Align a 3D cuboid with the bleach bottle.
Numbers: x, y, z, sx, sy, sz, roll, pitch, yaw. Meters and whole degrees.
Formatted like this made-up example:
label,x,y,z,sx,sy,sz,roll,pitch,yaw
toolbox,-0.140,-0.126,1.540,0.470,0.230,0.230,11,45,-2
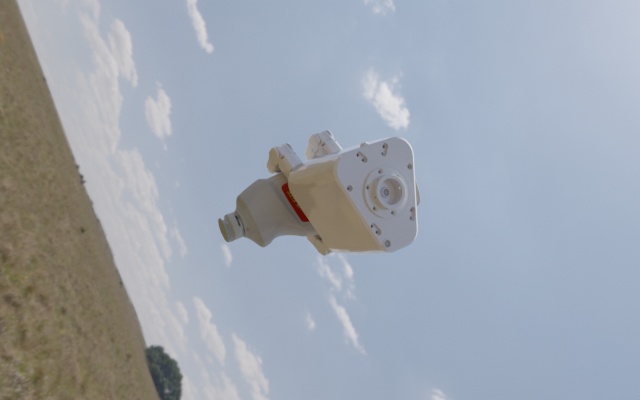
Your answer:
label,x,y,z,sx,sy,sz,roll,pitch,yaw
bleach bottle,0.000,0.002,0.587,0.251,0.102,0.068,-20,5,-25
